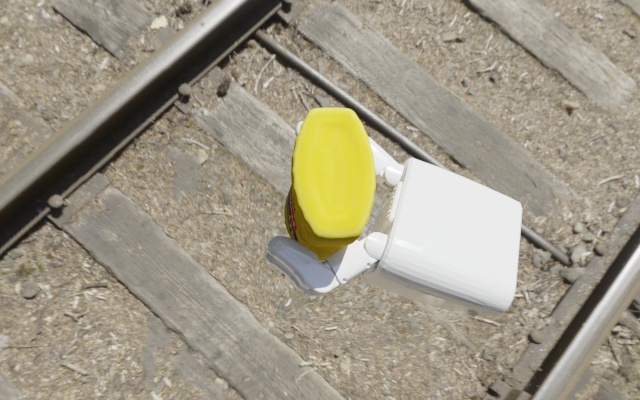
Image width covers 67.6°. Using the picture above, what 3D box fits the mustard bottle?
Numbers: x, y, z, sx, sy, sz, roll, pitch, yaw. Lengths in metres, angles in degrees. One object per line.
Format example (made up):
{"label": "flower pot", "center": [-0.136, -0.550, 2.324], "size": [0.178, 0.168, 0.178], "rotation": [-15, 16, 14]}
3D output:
{"label": "mustard bottle", "center": [0.000, 0.001, 0.411], "size": [0.058, 0.096, 0.192], "rotation": [-3, -13, -7]}
